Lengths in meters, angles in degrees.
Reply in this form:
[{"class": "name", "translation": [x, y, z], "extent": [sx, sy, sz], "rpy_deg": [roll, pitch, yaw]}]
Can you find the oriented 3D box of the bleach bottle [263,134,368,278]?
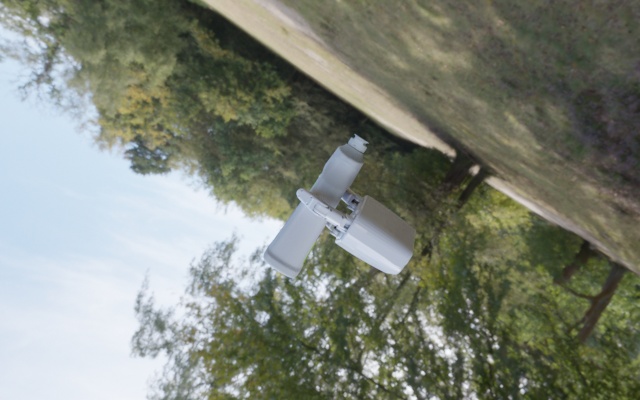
[{"class": "bleach bottle", "translation": [0.000, 0.003, 0.798], "extent": [0.068, 0.251, 0.102], "rpy_deg": [33, 9, -2]}]
